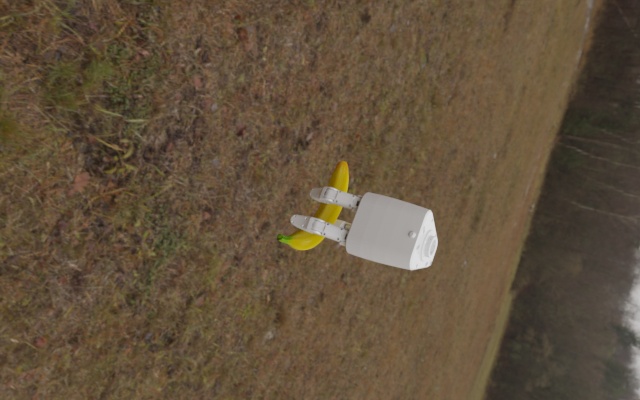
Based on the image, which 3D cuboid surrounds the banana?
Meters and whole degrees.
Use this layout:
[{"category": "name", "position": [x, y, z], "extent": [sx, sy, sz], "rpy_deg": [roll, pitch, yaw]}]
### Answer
[{"category": "banana", "position": [0.004, 0.018, 0.809], "extent": [0.037, 0.070, 0.197], "rpy_deg": [13, 51, 34]}]
